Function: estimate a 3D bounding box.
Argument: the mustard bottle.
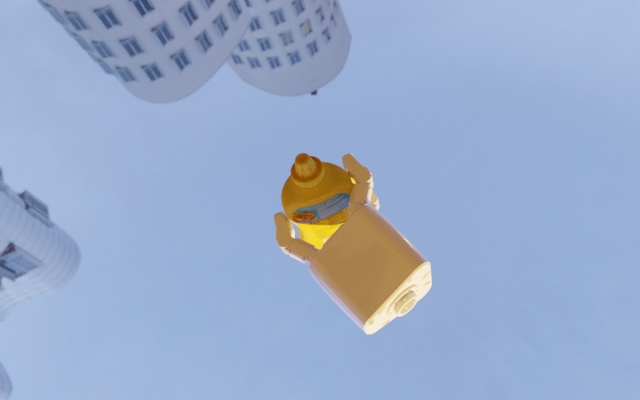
[{"bbox_3d":[0.000,0.002,0.631,0.096,0.058,0.192,-19,-34,3],"label":"mustard bottle"}]
